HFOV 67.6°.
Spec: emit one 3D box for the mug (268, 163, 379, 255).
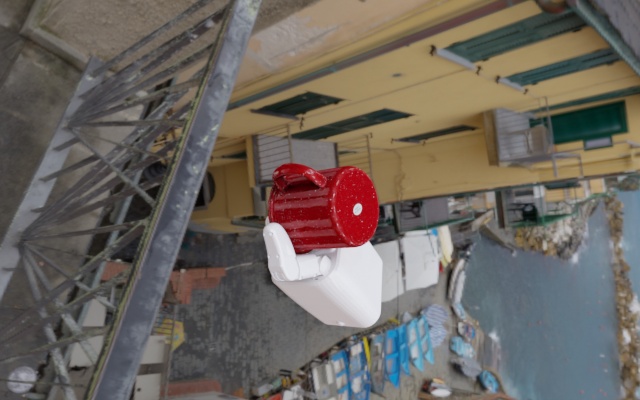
[{"bbox_3d":[-0.001,0.001,0.487,0.081,0.093,0.117,-7,-42,40],"label":"mug"}]
